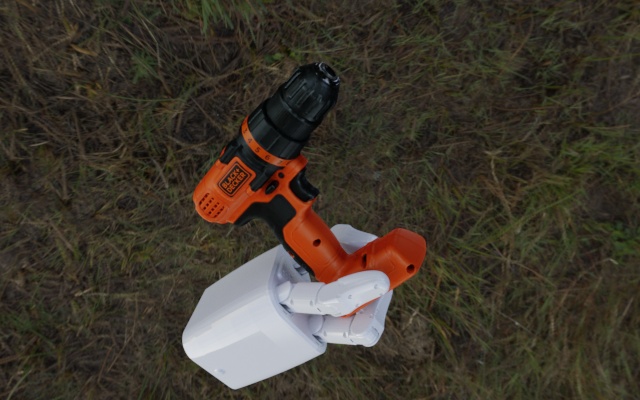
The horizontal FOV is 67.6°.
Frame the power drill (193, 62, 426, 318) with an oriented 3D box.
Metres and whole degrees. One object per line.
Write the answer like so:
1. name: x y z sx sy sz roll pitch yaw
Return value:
1. power drill: 0.000 0.002 0.411 0.184 0.187 0.057 -42 7 35
